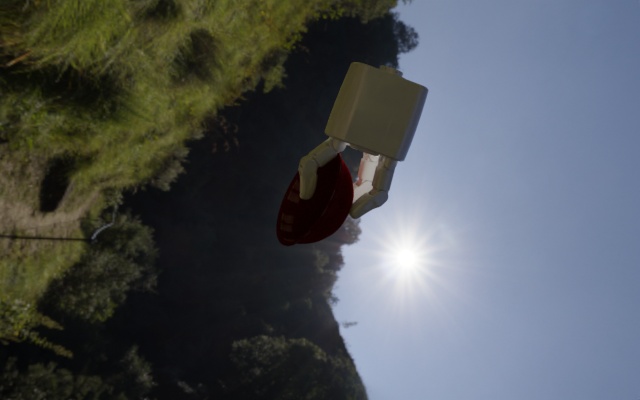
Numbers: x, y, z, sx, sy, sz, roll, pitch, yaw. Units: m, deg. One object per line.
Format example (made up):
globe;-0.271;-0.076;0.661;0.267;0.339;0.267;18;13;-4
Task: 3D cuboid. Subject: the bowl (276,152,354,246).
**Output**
bowl;0.000;0.004;0.704;0.055;0.162;0.162;28;-13;-24
